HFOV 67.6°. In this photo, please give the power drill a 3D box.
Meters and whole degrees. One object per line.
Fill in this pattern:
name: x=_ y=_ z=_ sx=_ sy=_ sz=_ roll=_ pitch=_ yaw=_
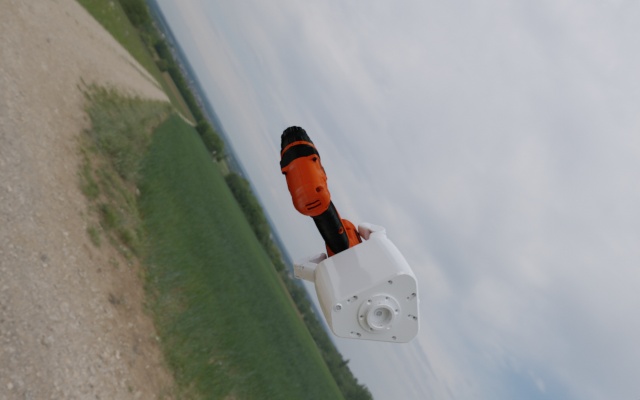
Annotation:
power drill: x=0.000 y=0.003 z=0.664 sx=0.057 sy=0.188 sz=0.184 roll=-24 pitch=36 yaw=7
